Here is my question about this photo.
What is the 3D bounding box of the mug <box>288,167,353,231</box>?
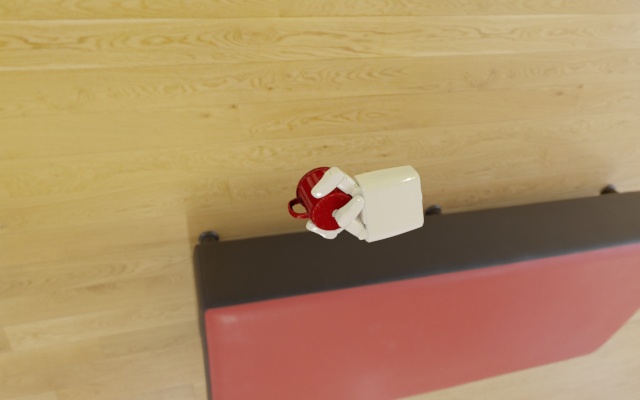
[{"bbox_3d":[-0.001,0.003,0.841,0.117,0.093,0.081,-14,36,-11],"label":"mug"}]
